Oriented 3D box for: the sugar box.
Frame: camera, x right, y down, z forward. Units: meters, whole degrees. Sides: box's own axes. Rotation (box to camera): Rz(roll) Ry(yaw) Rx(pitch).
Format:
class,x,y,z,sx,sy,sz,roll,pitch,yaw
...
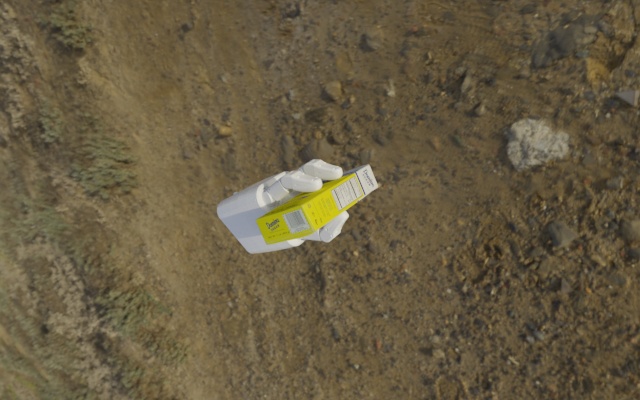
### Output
class,x,y,z,sx,sy,sz,roll,pitch,yaw
sugar box,0.000,0.002,0.684,0.093,0.048,0.176,-17,13,39
